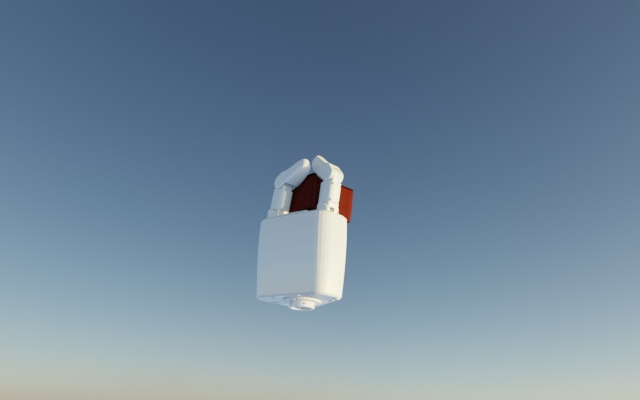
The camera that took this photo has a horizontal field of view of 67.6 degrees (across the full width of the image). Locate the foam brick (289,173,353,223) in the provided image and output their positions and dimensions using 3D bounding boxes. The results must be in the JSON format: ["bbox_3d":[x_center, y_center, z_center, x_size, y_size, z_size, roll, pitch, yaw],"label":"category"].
[{"bbox_3d":[0.000,0.002,0.670,0.078,0.051,0.053,21,-27,-37],"label":"foam brick"}]
